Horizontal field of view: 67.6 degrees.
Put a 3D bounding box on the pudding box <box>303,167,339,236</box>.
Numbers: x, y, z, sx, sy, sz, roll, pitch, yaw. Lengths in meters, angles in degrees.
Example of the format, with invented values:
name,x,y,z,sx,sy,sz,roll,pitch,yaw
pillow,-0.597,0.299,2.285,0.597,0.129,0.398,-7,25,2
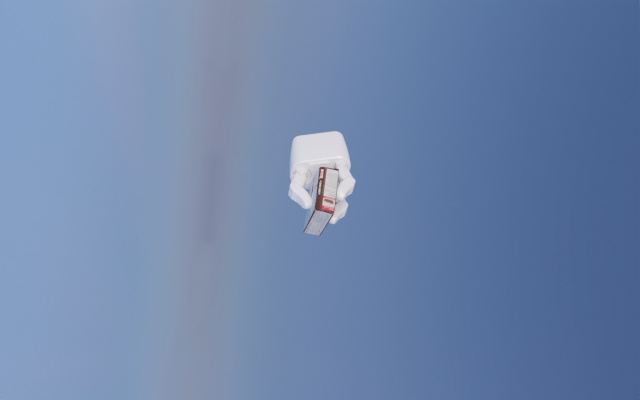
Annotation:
name,x,y,z,sx,sy,sz,roll,pitch,yaw
pudding box,0.000,0.003,0.865,0.039,0.090,0.113,9,-25,-7
